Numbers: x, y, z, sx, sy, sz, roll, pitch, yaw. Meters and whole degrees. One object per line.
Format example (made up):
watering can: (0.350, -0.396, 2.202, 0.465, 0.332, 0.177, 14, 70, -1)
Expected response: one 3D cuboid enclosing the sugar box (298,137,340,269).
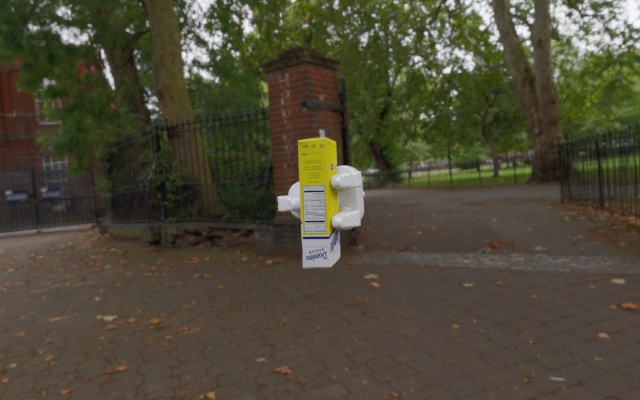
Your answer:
sugar box: (0.001, 0.002, 0.680, 0.048, 0.176, 0.093, -4, 3, 12)
